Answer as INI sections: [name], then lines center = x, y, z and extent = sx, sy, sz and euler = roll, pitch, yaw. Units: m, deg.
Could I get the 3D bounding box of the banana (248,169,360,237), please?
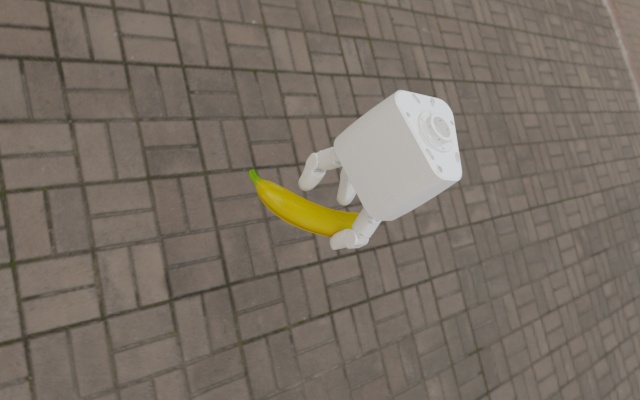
[banana]
center = -0.003, 0.015, 0.628
extent = 0.198, 0.069, 0.037
euler = 24, -46, -23
